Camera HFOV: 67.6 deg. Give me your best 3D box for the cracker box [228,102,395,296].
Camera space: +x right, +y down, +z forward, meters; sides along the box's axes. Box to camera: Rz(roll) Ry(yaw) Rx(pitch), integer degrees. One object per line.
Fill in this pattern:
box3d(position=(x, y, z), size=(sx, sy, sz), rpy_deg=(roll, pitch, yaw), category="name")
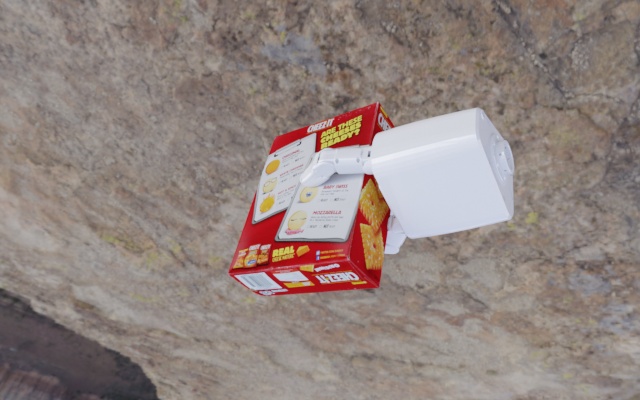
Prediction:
box3d(position=(0.000, 0.002, 0.564), size=(0.164, 0.213, 0.072), rpy_deg=(-12, -42, 34), category="cracker box")
